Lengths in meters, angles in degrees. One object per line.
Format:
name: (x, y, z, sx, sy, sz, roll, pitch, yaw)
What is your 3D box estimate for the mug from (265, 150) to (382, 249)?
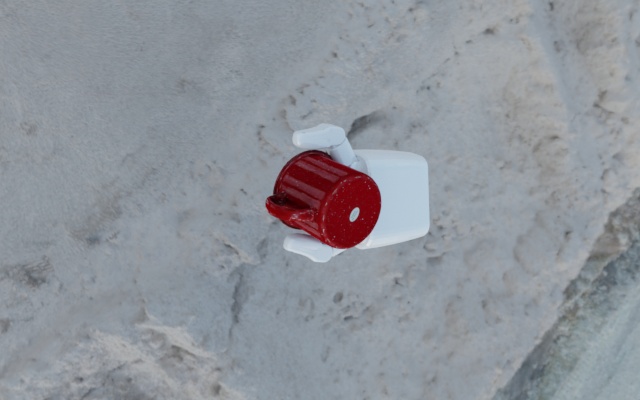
mug: (-0.001, 0.002, 0.495, 0.117, 0.093, 0.081, -6, 21, -36)
